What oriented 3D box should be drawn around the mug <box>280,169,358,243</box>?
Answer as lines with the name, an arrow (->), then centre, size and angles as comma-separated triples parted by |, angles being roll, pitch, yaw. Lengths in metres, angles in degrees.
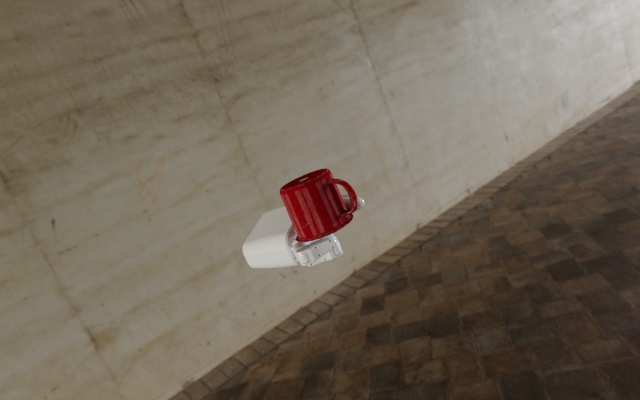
mug -> 0.001, 0.002, 0.694 | 0.117, 0.081, 0.093 | -14, 15, 38
